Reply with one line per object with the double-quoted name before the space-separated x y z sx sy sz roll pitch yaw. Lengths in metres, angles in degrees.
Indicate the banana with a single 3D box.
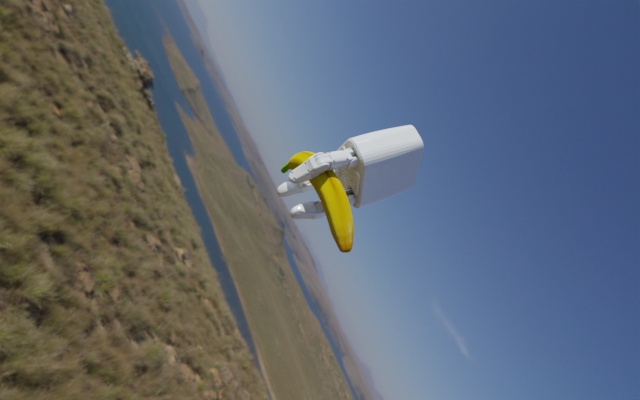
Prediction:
"banana" 0.003 -0.014 0.687 0.037 0.070 0.197 -8 43 -30
